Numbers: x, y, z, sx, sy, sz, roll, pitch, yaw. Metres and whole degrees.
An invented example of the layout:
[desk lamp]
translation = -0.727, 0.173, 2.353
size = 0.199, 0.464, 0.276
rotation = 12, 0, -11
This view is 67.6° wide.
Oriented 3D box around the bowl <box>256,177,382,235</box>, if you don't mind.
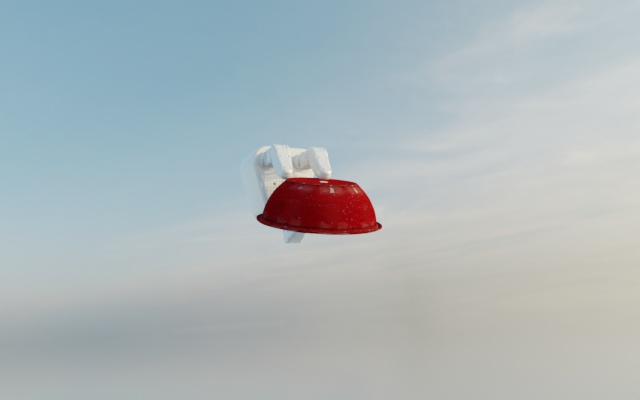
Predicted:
[bowl]
translation = 0.001, 0.002, 0.609
size = 0.162, 0.055, 0.162
rotation = 4, 7, -1
